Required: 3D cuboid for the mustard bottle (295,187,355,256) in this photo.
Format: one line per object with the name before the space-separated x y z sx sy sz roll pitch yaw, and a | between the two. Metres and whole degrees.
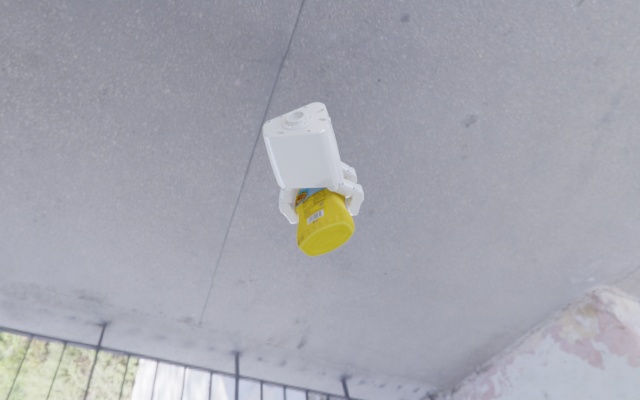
mustard bottle | 0.000 0.003 0.832 0.096 0.191 0.058 -32 -53 19
